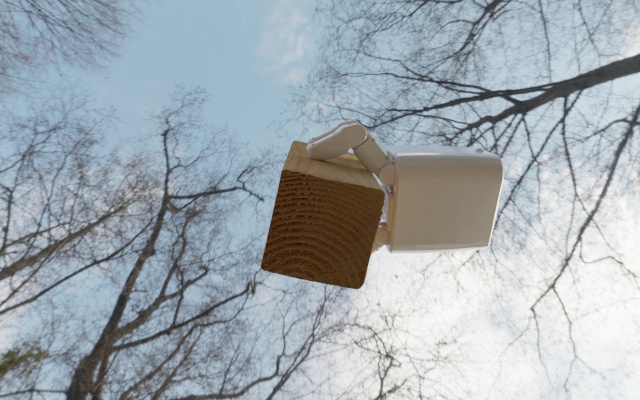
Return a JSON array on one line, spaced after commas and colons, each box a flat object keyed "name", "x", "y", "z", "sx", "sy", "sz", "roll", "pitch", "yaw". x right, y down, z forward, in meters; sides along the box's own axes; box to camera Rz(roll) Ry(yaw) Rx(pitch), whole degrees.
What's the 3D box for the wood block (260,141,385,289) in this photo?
[{"name": "wood block", "x": 0.000, "y": 0.002, "z": 0.490, "sx": 0.090, "sy": 0.091, "sz": 0.206, "roll": 12, "pitch": 13, "yaw": -3}]
